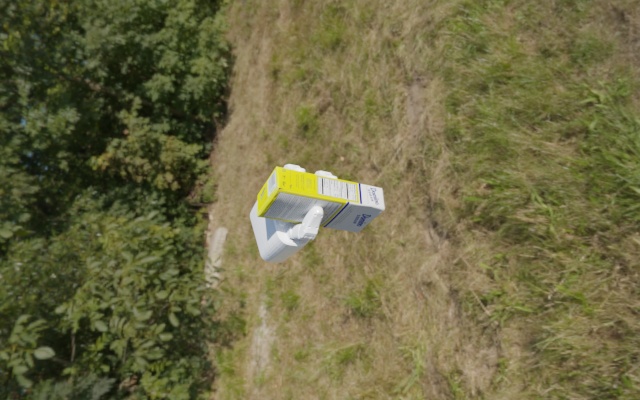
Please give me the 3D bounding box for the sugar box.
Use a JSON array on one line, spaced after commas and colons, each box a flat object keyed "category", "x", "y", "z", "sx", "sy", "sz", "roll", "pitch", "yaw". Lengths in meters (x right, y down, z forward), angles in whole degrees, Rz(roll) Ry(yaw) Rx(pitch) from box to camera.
[{"category": "sugar box", "x": 0.000, "y": 0.002, "z": 0.736, "sx": 0.176, "sy": 0.048, "sz": 0.093, "roll": 9, "pitch": -30, "yaw": -24}]
